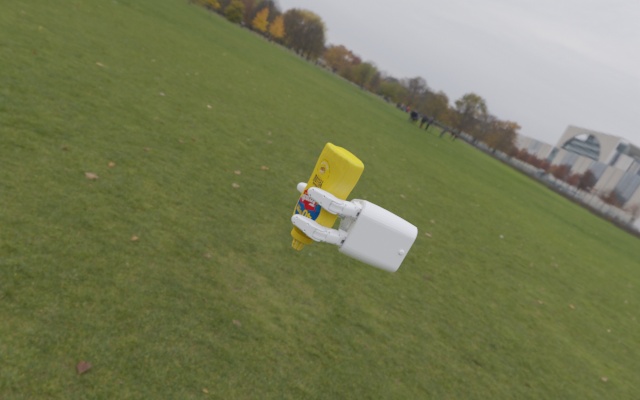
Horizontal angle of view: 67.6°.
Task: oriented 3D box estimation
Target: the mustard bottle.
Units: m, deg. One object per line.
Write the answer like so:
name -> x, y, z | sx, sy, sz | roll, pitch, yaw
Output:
mustard bottle -> 0.000, 0.002, 0.824 | 0.058, 0.192, 0.096 | 17, 18, -34
